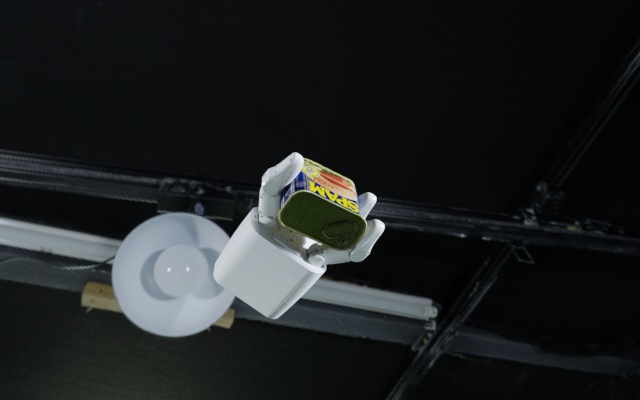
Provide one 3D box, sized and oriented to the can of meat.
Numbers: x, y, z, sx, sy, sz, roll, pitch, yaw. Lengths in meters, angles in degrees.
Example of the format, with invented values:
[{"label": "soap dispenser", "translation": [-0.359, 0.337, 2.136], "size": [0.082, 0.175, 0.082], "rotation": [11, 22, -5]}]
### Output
[{"label": "can of meat", "translation": [0.000, 0.002, 0.580], "size": [0.102, 0.057, 0.084], "rotation": [26, 29, -21]}]
